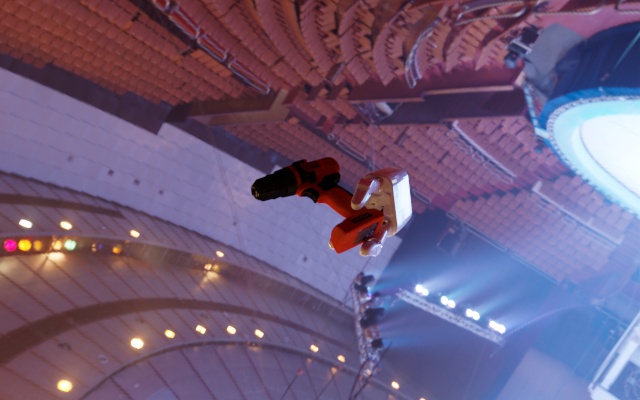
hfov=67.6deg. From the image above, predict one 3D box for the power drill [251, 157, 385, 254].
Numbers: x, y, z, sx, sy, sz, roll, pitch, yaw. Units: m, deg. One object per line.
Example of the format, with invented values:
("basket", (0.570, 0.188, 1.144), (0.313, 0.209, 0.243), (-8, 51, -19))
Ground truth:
("power drill", (0.001, 0.003, 0.805), (0.184, 0.057, 0.187), (-21, 54, -36))
